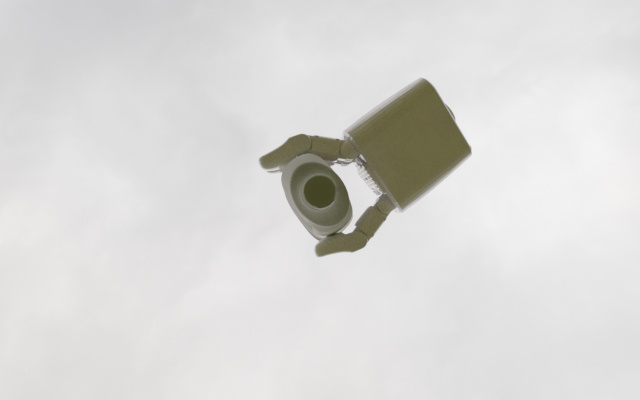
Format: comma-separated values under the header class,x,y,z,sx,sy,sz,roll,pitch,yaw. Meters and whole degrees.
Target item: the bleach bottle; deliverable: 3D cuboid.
class,x,y,z,sx,sy,sz,roll,pitch,yaw
bleach bottle,0.000,0.002,0.536,0.068,0.102,0.251,-37,0,-2
